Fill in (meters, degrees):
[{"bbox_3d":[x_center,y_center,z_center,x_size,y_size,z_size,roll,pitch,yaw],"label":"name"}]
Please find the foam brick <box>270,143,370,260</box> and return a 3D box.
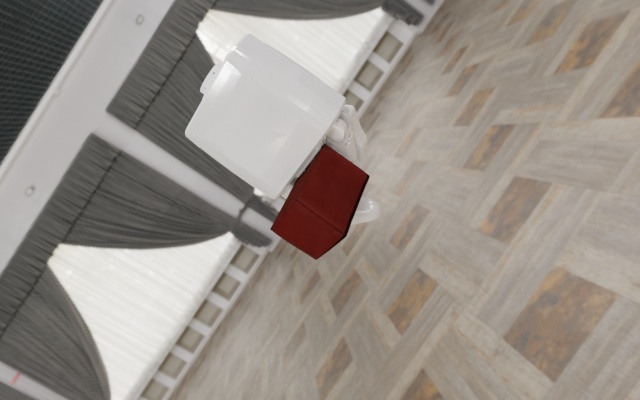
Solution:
[{"bbox_3d":[0.000,0.002,0.418,0.051,0.078,0.053,34,-43,-10],"label":"foam brick"}]
